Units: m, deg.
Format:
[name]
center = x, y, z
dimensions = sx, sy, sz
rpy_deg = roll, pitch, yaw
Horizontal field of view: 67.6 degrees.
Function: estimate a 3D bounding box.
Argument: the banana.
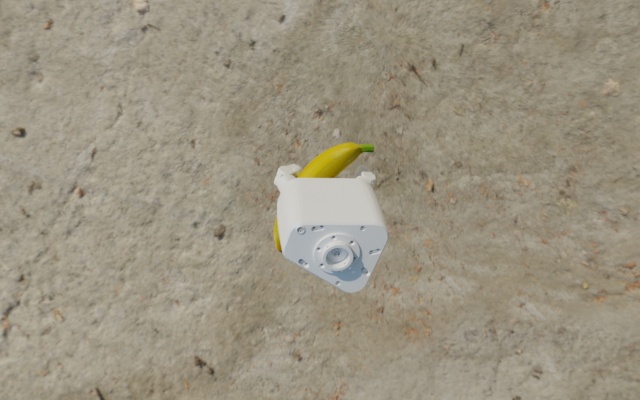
[banana]
center = -0.010, -0.009, 0.636
dimensions = 0.070, 0.198, 0.037
rpy_deg = 33, 16, -35
